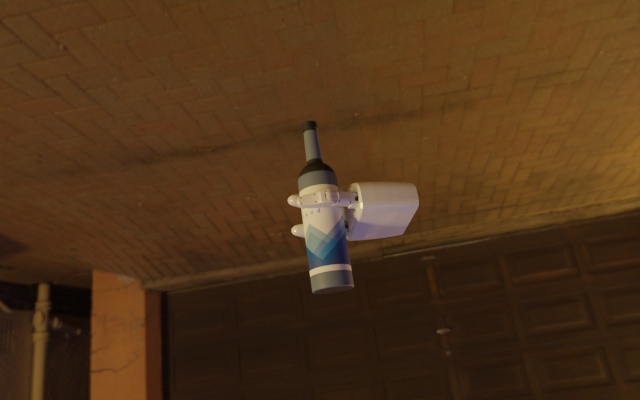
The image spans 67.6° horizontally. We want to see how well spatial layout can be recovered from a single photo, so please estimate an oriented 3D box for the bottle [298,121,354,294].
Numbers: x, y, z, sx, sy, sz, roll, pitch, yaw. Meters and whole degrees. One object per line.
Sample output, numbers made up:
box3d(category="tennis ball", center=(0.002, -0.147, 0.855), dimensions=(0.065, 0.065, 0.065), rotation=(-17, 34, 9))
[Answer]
box3d(category="bottle", center=(0.000, 0.003, 0.797), dimensions=(0.069, 0.295, 0.069), rotation=(-7, -19, -3))
